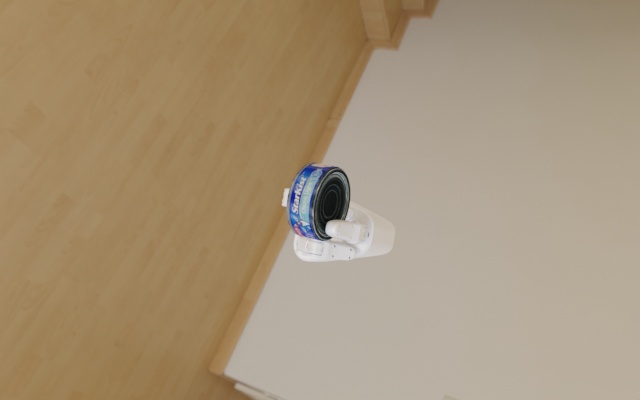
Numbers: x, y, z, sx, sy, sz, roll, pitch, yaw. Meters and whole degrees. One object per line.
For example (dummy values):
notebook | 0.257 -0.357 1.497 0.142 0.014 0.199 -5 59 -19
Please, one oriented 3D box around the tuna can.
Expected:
tuna can | 0.001 0.002 0.537 0.034 0.086 0.086 12 6 30
